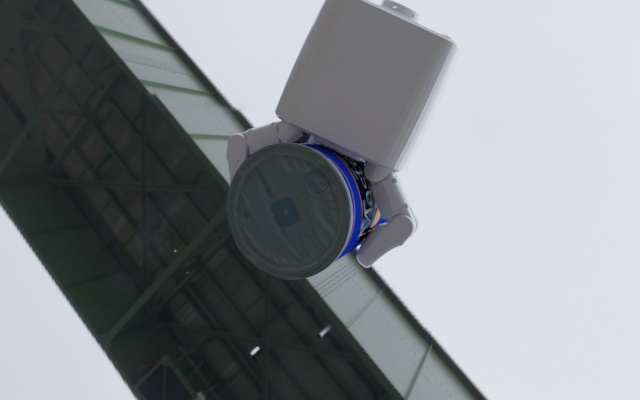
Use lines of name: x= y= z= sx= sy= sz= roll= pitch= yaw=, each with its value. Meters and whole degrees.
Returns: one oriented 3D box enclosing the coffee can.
coffee can: x=0.000 y=0.002 z=0.417 sx=0.103 sy=0.103 sz=0.140 roll=0 pitch=6 yaw=22
